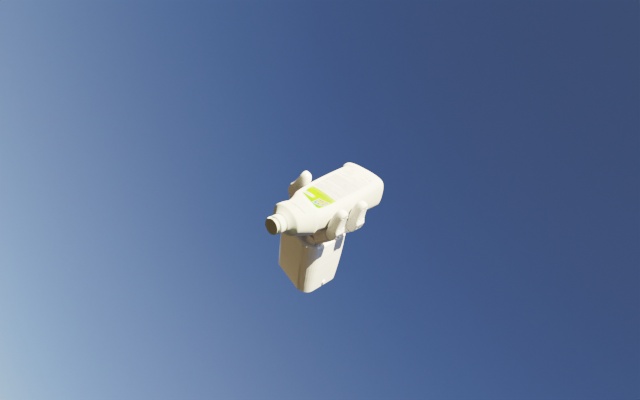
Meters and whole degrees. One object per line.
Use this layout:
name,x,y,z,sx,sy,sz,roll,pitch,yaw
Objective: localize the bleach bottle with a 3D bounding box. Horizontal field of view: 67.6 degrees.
bleach bottle,0.000,0.003,0.835,0.102,0.068,0.251,30,35,32
